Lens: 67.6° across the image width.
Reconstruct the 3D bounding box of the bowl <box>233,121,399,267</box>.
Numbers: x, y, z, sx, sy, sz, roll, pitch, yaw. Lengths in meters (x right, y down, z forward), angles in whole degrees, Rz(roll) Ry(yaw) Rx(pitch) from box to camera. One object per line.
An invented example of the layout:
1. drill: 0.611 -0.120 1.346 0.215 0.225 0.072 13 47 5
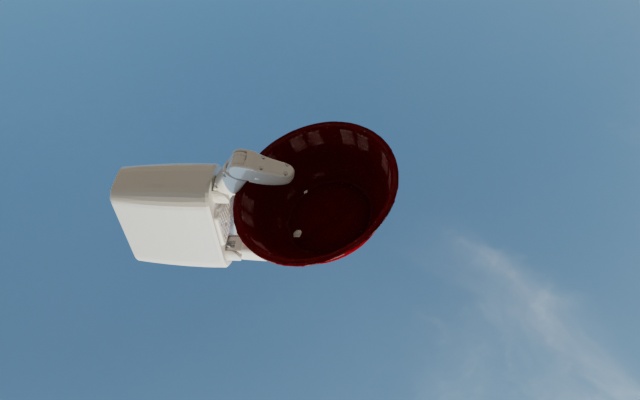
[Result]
1. bowl: 0.001 0.002 0.459 0.162 0.162 0.055 0 -33 23
